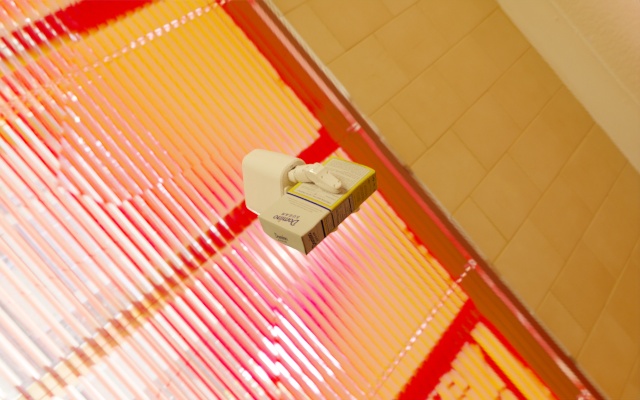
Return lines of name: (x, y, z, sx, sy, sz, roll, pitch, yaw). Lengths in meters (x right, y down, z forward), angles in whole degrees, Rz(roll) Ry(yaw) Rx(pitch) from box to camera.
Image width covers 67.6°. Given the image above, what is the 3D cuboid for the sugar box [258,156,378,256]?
sugar box: (0.000, 0.003, 0.731, 0.093, 0.048, 0.176, 22, 52, 37)
